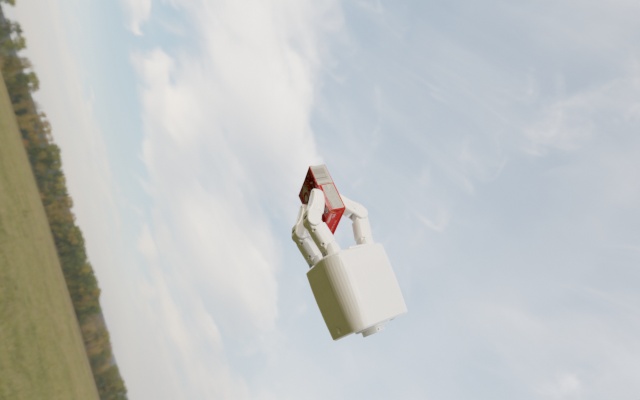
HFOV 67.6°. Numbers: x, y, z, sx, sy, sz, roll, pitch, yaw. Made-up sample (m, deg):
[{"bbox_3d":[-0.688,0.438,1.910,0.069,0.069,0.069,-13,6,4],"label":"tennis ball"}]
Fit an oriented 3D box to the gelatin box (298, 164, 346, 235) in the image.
[{"bbox_3d":[0.000,0.002,0.719,0.030,0.089,0.073,-9,-34,-24],"label":"gelatin box"}]
